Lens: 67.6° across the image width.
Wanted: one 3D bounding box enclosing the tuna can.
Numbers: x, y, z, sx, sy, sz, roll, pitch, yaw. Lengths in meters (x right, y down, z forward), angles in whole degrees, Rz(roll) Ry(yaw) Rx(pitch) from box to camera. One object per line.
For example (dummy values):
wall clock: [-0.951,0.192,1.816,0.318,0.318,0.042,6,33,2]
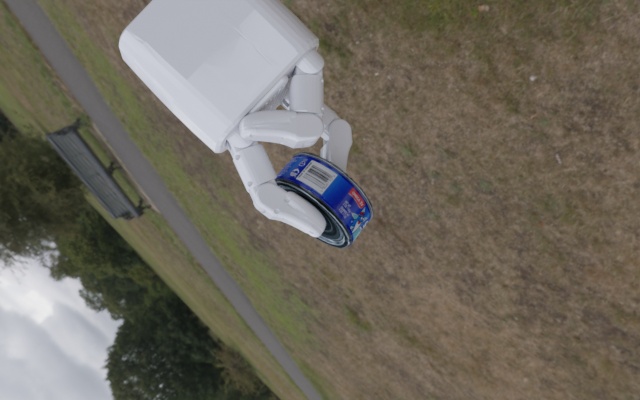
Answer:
tuna can: [0.000,0.002,0.403,0.086,0.033,0.086,34,-21,15]
